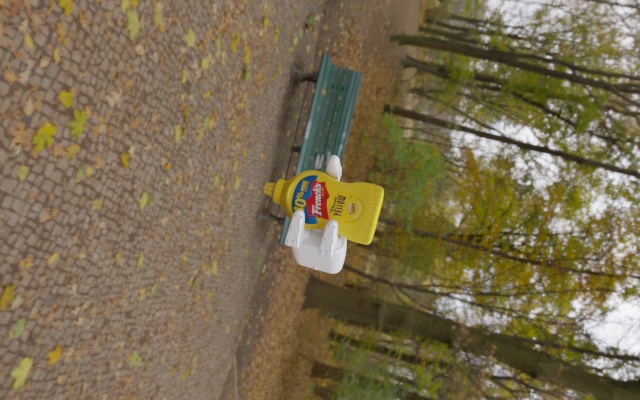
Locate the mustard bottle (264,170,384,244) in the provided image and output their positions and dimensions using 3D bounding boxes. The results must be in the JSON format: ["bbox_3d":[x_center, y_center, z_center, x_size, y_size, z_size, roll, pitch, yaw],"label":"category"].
[{"bbox_3d":[0.000,0.002,0.775,0.191,0.096,0.058,14,-4,9],"label":"mustard bottle"}]
